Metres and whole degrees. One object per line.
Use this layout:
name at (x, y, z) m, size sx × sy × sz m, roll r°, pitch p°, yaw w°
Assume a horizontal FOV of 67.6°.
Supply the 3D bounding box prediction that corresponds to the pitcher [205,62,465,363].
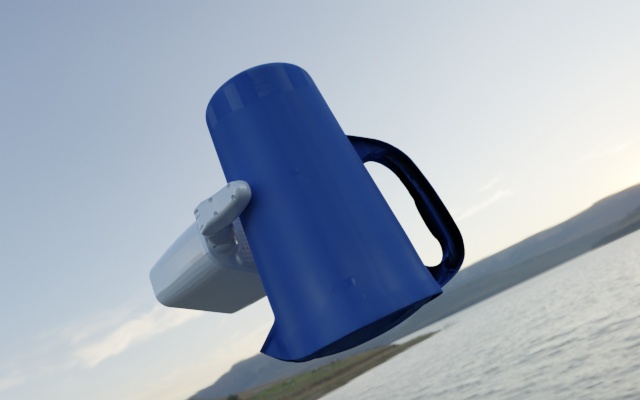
pitcher at (0.000, 0.001, 0.415) m, size 0.149 × 0.242 × 0.145 m, roll -3°, pitch -29°, yaw -50°
